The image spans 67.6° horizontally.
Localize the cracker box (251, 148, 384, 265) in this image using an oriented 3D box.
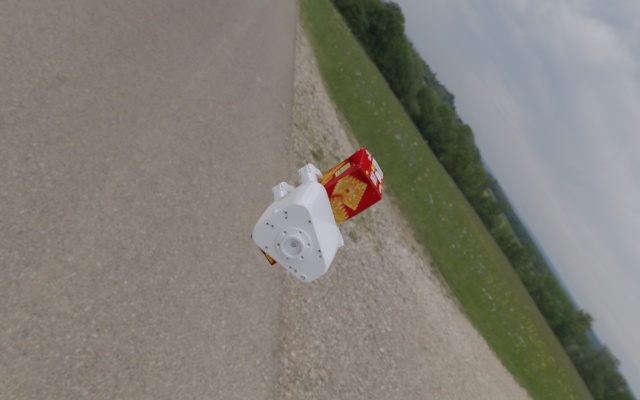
[{"bbox_3d":[0.000,0.003,0.812,0.214,0.072,0.164,-31,10,16],"label":"cracker box"}]
